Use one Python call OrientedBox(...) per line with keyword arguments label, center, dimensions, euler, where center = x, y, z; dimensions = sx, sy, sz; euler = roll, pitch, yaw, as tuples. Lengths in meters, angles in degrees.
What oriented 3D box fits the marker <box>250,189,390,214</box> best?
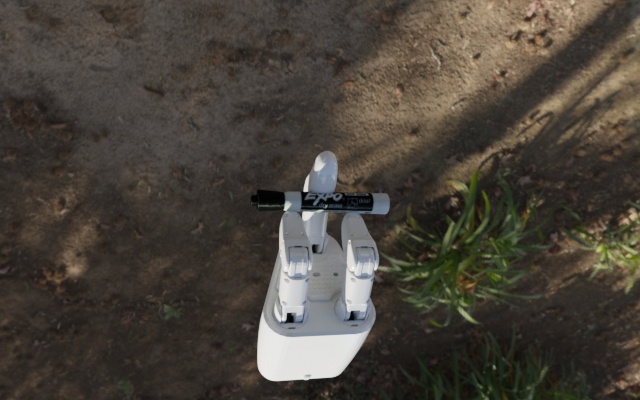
OrientedBox(label="marker", center=(0.000, 0.001, 0.414), dimensions=(0.121, 0.020, 0.020), euler=(1, 0, -13))
